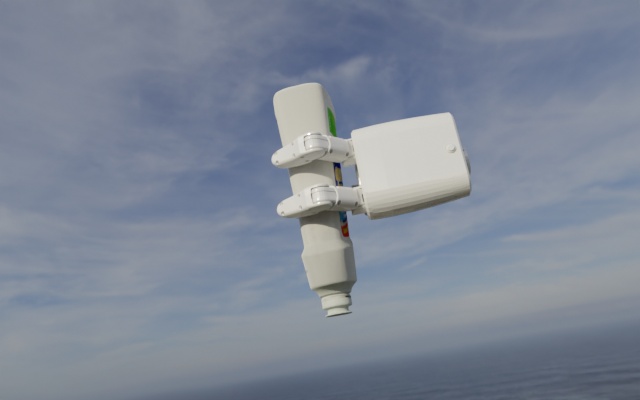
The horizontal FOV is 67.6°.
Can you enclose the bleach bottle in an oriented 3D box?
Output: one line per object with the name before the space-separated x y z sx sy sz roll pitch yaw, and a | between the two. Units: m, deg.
bleach bottle | 0.000 0.002 0.534 0.068 0.250 0.102 -12 -18 7
